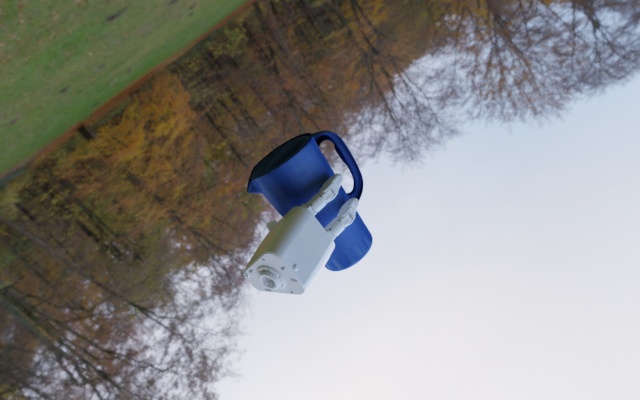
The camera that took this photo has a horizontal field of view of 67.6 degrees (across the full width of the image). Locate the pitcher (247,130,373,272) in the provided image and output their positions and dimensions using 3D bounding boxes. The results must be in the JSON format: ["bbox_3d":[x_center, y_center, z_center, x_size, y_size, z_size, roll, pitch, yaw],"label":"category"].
[{"bbox_3d":[0.000,0.003,0.864,0.149,0.243,0.145,-18,27,40],"label":"pitcher"}]
